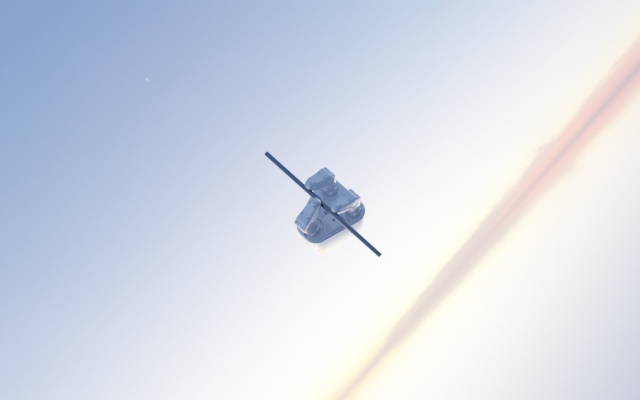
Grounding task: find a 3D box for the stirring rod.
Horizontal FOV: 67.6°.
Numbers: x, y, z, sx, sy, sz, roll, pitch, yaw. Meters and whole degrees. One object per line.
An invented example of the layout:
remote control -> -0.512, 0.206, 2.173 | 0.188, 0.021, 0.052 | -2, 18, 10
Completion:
stirring rod -> 0.000, 0.002, 0.716 | 0.239, 0.011, 0.011 | 42, 15, 17
